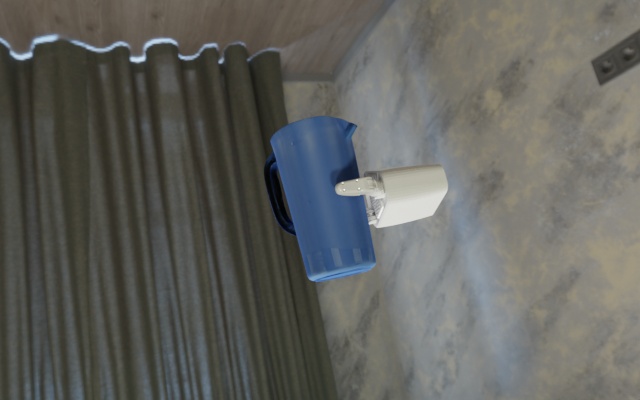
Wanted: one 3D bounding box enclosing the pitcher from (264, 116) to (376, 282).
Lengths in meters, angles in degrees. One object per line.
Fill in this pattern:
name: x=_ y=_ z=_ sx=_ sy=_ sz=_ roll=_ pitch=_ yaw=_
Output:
pitcher: x=0.000 y=0.002 z=0.760 sx=0.145 sy=0.242 sz=0.149 roll=-9 pitch=-13 yaw=-14
